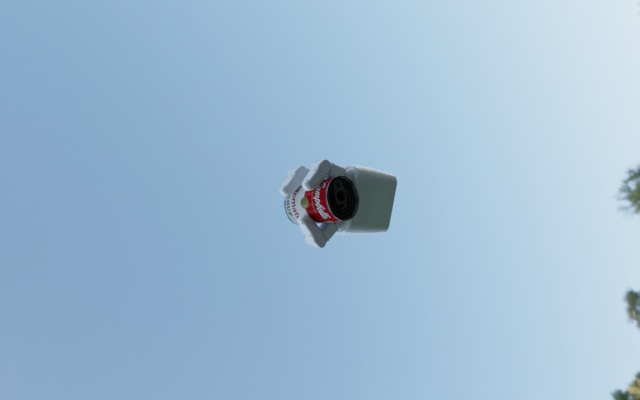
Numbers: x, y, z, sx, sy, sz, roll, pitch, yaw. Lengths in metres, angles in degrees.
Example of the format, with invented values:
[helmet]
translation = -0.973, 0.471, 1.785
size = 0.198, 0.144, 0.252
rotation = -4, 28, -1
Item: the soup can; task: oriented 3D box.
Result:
[soup can]
translation = 0.000, 0.003, 0.743
size = 0.068, 0.068, 0.102
rotation = 0, -7, -43
